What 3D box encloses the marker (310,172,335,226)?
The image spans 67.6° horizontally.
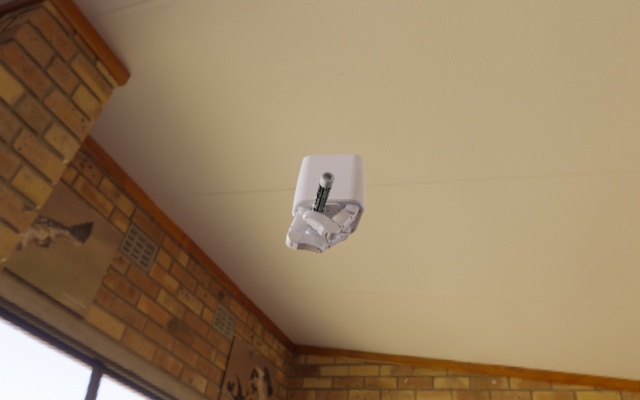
[{"bbox_3d":[0.000,0.002,0.719,0.020,0.020,0.121,0,-37,-13],"label":"marker"}]
